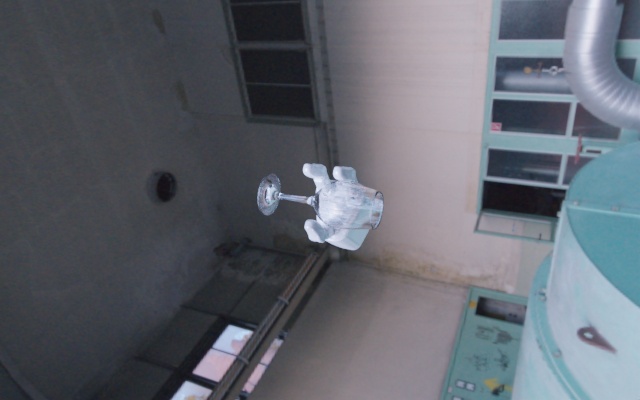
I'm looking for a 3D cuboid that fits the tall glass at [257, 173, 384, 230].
[{"bbox_3d":[-0.001,0.003,0.793,0.201,0.079,0.079,8,3,24],"label":"tall glass"}]
